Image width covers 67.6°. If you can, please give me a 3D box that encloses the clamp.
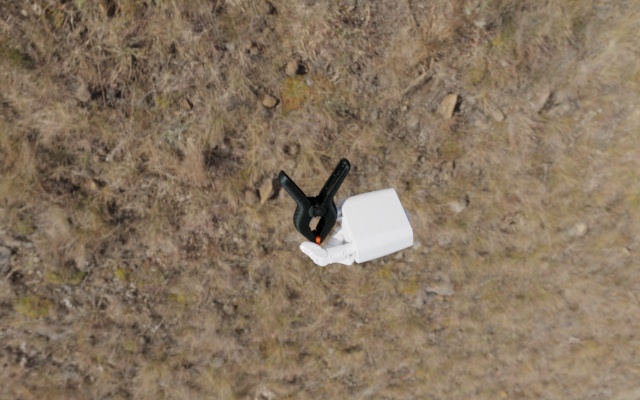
[{"bbox_3d":[0.000,0.003,0.807,0.120,0.172,0.039,-15,43,-5],"label":"clamp"}]
